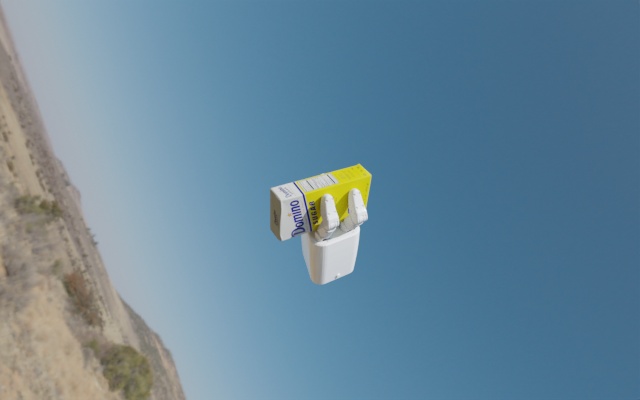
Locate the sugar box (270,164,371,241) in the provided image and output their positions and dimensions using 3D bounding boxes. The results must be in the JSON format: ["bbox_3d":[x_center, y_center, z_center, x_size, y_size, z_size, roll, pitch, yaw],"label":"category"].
[{"bbox_3d":[0.000,0.003,0.826,0.176,0.093,0.048,-19,44,-26],"label":"sugar box"}]
